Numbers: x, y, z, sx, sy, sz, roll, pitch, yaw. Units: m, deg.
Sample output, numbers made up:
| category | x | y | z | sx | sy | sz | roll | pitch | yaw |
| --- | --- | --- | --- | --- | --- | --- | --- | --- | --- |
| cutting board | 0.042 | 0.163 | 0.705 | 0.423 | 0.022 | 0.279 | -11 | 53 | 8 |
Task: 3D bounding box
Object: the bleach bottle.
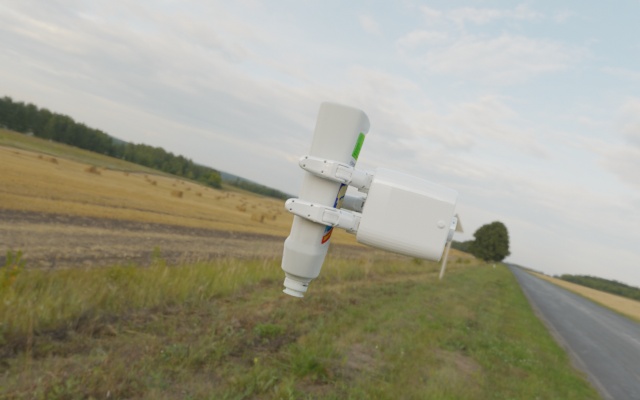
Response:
| category | x | y | z | sx | sy | sz | roll | pitch | yaw |
| --- | --- | --- | --- | --- | --- | --- | --- | --- | --- |
| bleach bottle | 0.000 | 0.002 | 0.635 | 0.068 | 0.251 | 0.102 | 16 | -1 | 10 |
